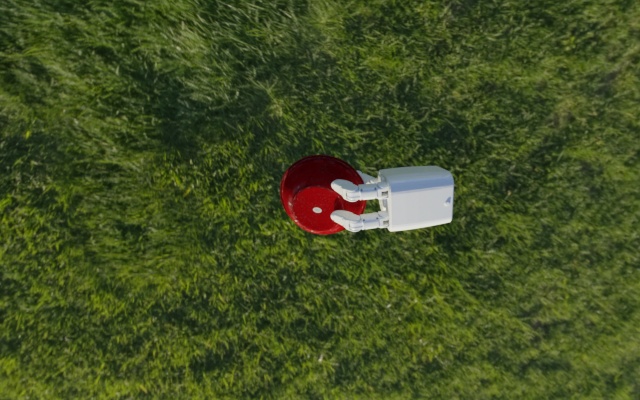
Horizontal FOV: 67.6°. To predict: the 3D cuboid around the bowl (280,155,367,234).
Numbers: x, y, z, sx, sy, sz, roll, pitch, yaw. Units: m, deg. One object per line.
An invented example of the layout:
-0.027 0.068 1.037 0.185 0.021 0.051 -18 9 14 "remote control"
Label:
-0.001 0.003 0.849 0.162 0.162 0.055 0 28 11 "bowl"
